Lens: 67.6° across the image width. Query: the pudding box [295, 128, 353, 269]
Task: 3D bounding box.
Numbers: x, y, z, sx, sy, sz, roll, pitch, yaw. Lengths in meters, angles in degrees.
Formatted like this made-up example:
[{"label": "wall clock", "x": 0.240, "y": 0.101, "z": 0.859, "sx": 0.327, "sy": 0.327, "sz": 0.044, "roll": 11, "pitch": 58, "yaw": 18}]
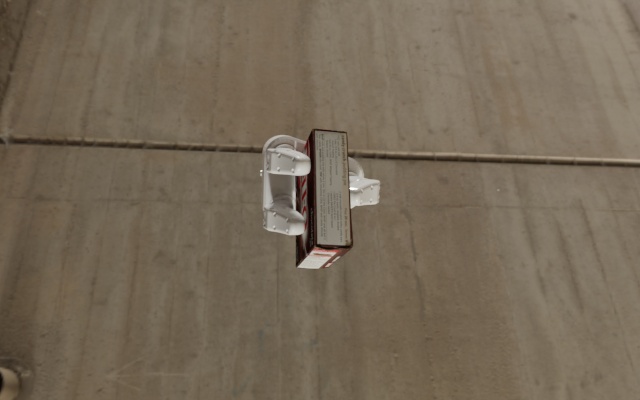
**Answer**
[{"label": "pudding box", "x": 0.000, "y": 0.002, "z": 0.452, "sx": 0.039, "sy": 0.113, "sz": 0.090, "roll": 1, "pitch": -19, "yaw": -12}]
